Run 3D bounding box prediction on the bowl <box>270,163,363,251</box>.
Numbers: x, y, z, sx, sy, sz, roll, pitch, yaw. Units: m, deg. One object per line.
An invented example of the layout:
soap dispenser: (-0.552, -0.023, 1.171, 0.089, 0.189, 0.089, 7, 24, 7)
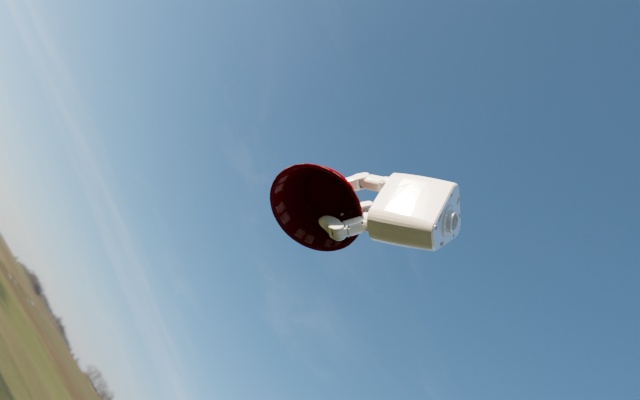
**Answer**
bowl: (-0.001, 0.002, 0.784, 0.162, 0.162, 0.055, 0, 29, 25)
